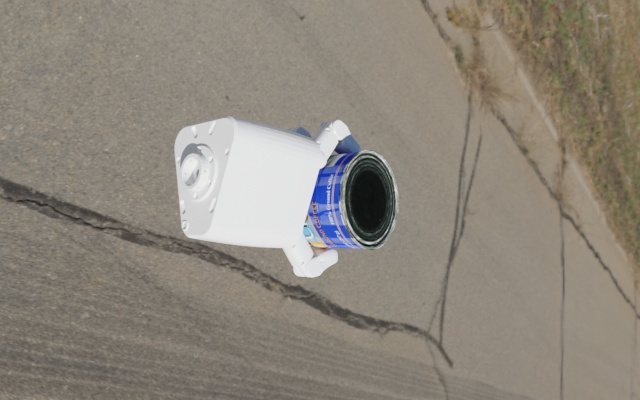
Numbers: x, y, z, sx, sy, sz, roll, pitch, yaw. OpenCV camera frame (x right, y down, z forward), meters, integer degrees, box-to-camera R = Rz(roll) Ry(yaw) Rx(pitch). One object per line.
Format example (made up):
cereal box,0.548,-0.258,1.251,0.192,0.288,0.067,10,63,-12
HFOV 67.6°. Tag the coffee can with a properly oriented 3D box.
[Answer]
coffee can,0.000,0.002,0.532,0.140,0.103,0.103,-3,-2,41
